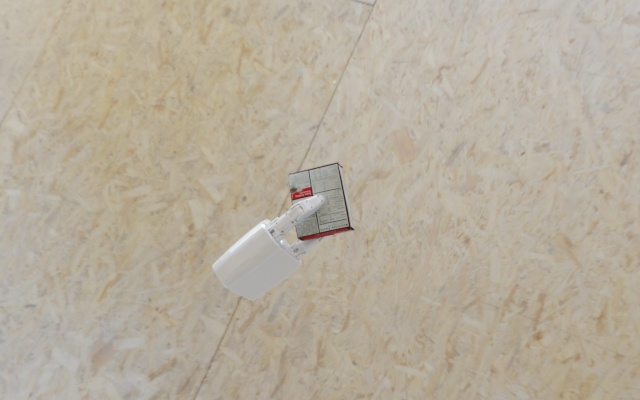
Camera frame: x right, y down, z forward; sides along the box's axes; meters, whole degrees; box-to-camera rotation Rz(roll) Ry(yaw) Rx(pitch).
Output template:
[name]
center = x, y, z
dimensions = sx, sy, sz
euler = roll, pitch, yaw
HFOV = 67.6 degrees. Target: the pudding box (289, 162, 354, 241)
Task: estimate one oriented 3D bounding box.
[pudding box]
center = 0.000, 0.003, 0.774
dimensions = 0.090, 0.113, 0.039
euler = -12, -13, 10
